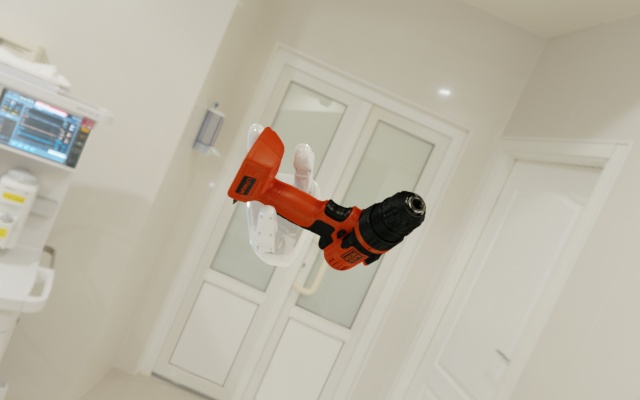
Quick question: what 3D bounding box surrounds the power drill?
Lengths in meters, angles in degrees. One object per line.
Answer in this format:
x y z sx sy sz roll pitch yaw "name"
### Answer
0.000 0.002 0.522 0.187 0.057 0.184 34 -34 -8 "power drill"
